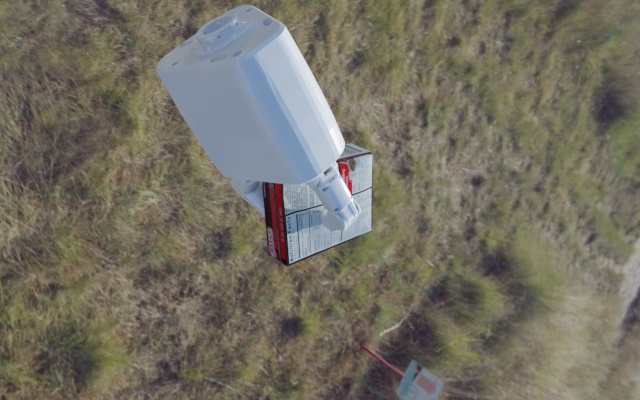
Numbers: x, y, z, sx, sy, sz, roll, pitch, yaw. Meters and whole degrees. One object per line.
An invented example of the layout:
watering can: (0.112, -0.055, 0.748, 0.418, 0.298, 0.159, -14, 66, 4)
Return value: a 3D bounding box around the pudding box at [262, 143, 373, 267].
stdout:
pudding box: (0.000, 0.001, 0.459, 0.113, 0.090, 0.039, -17, 28, -33)
